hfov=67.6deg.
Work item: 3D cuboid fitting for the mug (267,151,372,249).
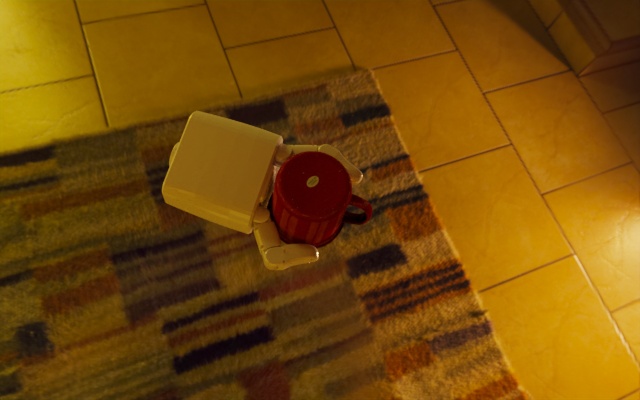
[{"bbox_3d":[0.001,0.002,0.527,0.117,0.093,0.081,17,-24,-1],"label":"mug"}]
